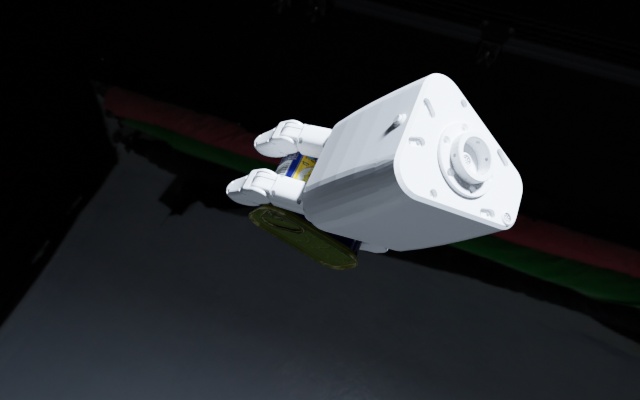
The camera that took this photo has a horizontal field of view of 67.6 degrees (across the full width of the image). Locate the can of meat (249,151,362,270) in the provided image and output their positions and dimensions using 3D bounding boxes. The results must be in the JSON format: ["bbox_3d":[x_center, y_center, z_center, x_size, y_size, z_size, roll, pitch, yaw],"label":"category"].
[{"bbox_3d":[0.000,0.001,0.433,0.102,0.084,0.057,33,-25,-18],"label":"can of meat"}]
